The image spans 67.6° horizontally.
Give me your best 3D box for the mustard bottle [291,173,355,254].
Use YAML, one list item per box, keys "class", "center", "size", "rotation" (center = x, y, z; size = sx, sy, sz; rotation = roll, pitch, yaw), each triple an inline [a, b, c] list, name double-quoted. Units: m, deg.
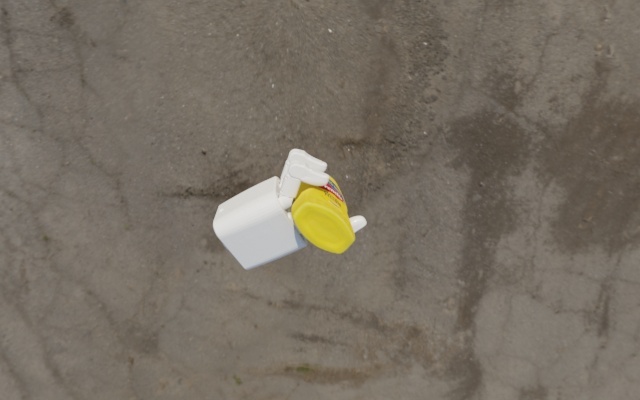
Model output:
- class: "mustard bottle"
  center: [0.000, 0.002, 0.733]
  size: [0.096, 0.058, 0.191]
  rotation: [37, 16, -17]
